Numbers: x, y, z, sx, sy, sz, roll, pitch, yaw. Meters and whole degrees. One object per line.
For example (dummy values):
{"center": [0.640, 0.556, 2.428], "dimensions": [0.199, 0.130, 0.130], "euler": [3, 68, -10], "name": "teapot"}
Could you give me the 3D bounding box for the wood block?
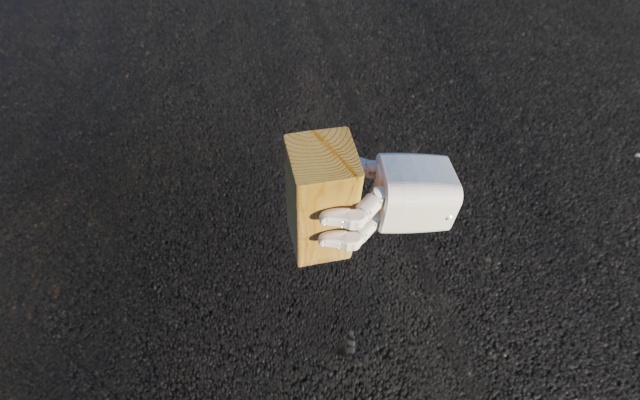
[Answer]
{"center": [0.000, 0.002, 0.688], "dimensions": [0.090, 0.090, 0.206], "euler": [-9, -35, -9], "name": "wood block"}
